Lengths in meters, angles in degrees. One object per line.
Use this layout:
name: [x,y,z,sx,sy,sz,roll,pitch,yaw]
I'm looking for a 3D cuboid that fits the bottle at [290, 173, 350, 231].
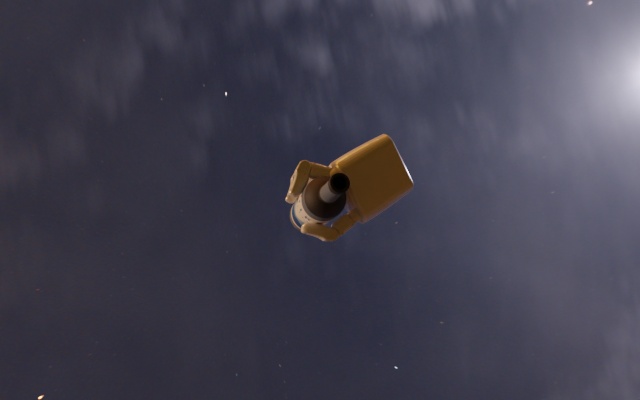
bottle: [0.000,0.003,0.761,0.069,0.069,0.296,0,-10,-10]
